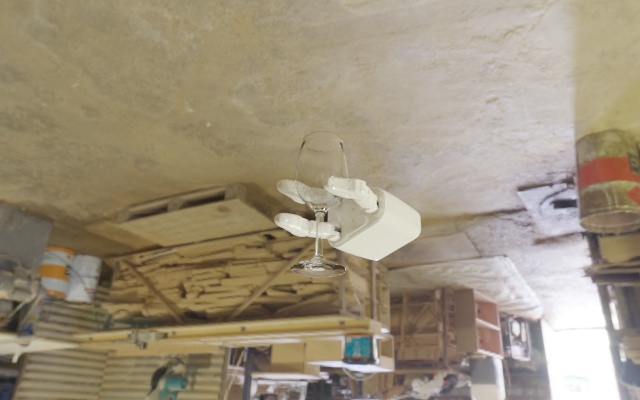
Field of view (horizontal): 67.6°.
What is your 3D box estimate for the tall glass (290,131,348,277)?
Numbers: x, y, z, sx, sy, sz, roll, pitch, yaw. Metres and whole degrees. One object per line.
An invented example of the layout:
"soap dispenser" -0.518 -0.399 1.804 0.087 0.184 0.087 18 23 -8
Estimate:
"tall glass" 0.000 0.003 0.677 0.079 0.201 0.079 2 -24 1
